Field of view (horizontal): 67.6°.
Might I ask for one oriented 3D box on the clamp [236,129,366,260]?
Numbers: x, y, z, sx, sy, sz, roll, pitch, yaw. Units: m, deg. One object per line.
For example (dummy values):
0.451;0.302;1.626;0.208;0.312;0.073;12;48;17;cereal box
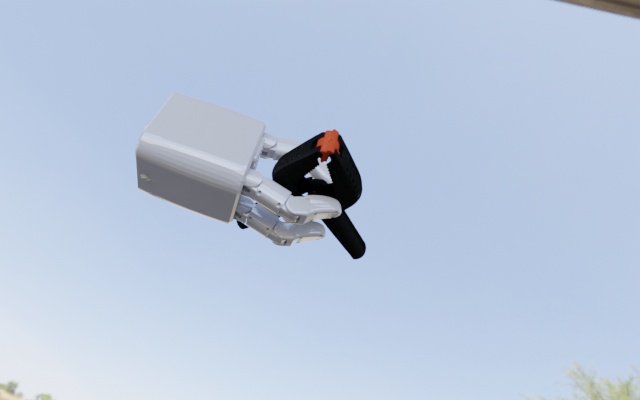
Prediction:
0.000;0.001;0.525;0.164;0.036;0.210;18;-33;-8;clamp
